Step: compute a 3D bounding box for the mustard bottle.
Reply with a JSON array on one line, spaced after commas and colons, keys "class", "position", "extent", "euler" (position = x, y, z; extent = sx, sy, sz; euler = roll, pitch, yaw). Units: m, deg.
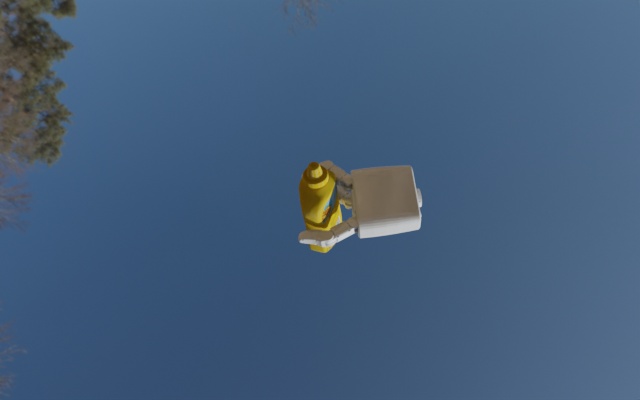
[{"class": "mustard bottle", "position": [0.000, 0.003, 0.816], "extent": [0.058, 0.096, 0.192], "euler": [13, -33, 16]}]
